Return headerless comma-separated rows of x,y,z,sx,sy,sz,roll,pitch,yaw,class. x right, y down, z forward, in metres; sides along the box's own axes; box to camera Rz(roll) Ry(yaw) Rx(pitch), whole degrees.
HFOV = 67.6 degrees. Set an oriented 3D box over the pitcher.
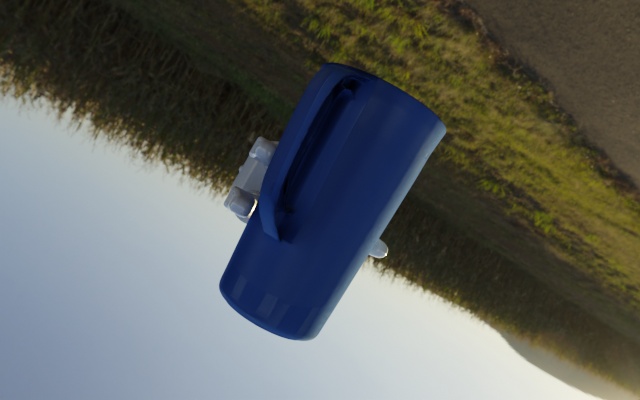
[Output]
0.000,0.001,0.449,0.149,0.243,0.145,29,0,-19,pitcher
